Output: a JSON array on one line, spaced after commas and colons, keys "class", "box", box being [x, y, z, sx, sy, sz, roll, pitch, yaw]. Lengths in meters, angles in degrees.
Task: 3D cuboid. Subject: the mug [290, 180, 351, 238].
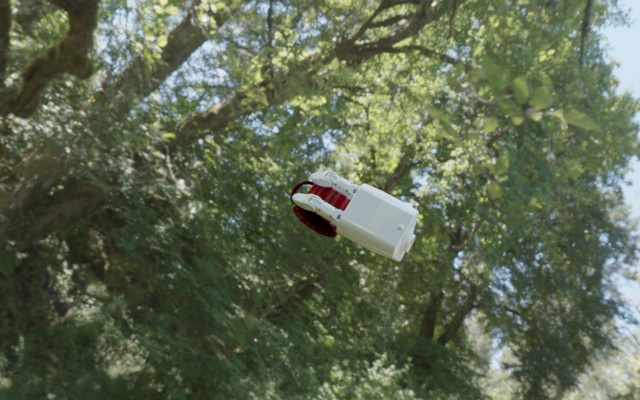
[{"class": "mug", "box": [-0.001, 0.002, 0.881, 0.117, 0.081, 0.093, 28, -21, 18]}]
